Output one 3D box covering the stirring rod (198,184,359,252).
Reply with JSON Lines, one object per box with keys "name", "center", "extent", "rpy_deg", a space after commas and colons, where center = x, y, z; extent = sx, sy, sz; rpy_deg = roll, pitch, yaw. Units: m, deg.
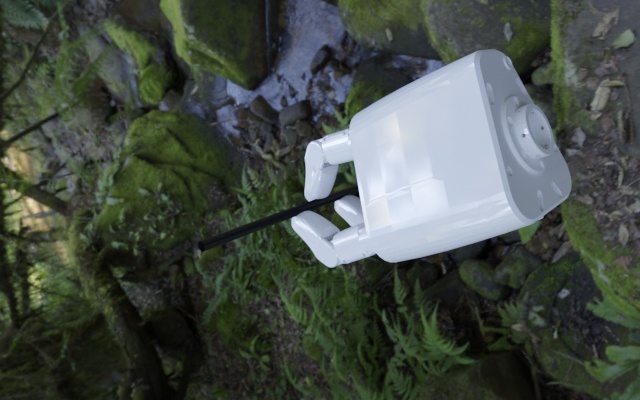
{"name": "stirring rod", "center": [0.000, 0.001, 0.412], "extent": [0.011, 0.011, 0.239], "rpy_deg": [0, 15, 45]}
